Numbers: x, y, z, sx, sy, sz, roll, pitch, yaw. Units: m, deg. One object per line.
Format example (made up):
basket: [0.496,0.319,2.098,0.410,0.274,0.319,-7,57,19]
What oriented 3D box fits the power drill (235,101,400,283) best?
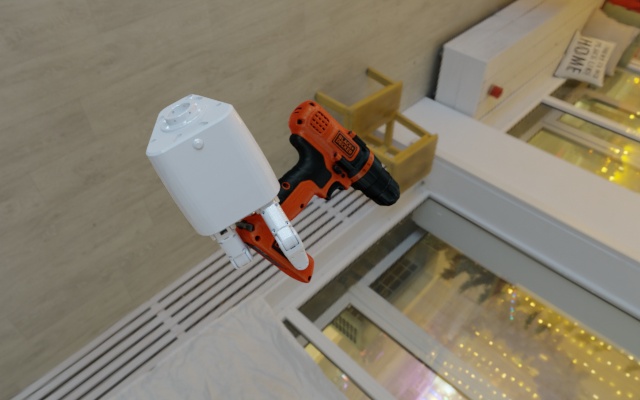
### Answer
power drill: [0.000,0.002,0.582,0.184,0.187,0.057,39,-17,-24]
